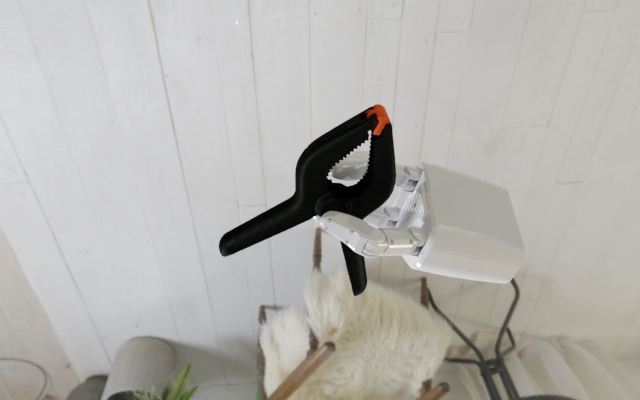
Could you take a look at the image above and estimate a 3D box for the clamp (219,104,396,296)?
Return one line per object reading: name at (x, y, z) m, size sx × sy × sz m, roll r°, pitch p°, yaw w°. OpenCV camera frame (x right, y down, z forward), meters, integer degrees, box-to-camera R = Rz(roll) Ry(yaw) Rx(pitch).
clamp at (0.001, 0.002, 0.456) m, size 0.164 × 0.210 × 0.036 m, roll 13°, pitch 33°, yaw -14°
